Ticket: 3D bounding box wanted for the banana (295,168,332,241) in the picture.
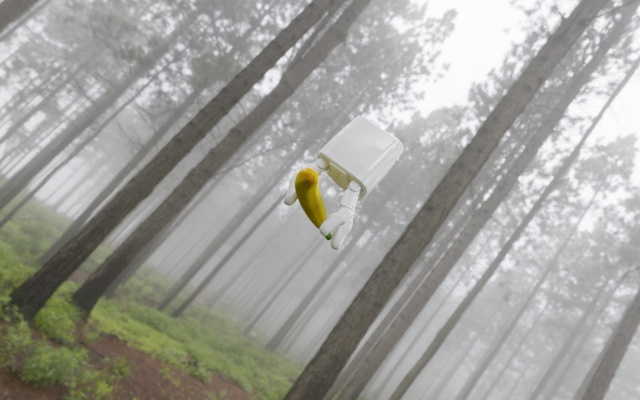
[{"bbox_3d":[-0.012,-0.006,0.779,0.069,0.037,0.198,40,-16,28],"label":"banana"}]
